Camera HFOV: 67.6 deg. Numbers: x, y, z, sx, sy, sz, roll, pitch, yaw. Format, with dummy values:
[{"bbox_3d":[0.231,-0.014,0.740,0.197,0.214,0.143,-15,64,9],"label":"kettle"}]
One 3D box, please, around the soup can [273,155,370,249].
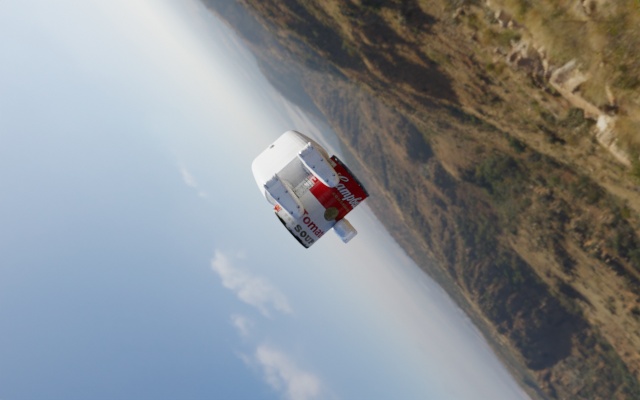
[{"bbox_3d":[0.000,0.002,0.588,0.102,0.068,0.068,-41,0,0],"label":"soup can"}]
